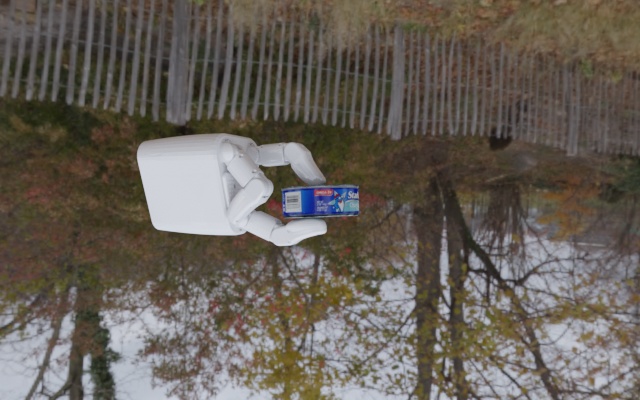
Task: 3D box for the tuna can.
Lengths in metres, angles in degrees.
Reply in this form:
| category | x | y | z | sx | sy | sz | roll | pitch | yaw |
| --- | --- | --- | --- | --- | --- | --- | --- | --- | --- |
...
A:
| category | x | y | z | sx | sy | sz | roll | pitch | yaw |
| --- | --- | --- | --- | --- | --- | --- | --- | --- | --- |
| tuna can | 0.000 | 0.002 | 0.528 | 0.086 | 0.034 | 0.086 | -2 | -2 | 0 |
